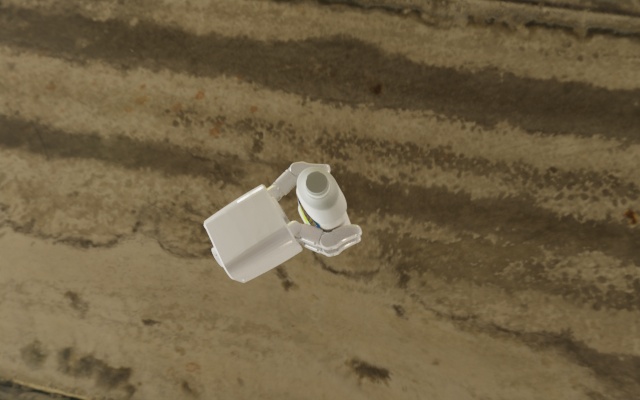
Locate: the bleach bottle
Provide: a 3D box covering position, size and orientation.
[{"bbox_3d":[0.000,0.002,0.704,0.068,0.102,0.251,-33,-15,-4],"label":"bleach bottle"}]
